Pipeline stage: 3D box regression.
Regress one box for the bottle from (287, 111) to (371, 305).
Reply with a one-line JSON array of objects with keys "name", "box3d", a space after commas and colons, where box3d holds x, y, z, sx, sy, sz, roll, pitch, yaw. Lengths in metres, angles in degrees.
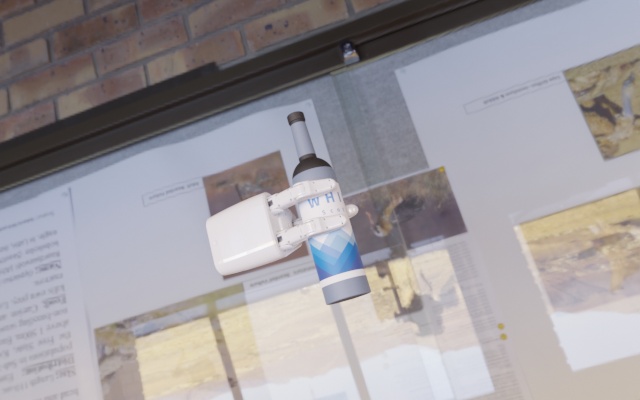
[{"name": "bottle", "box3d": [0.000, 0.003, 0.711, 0.069, 0.295, 0.069, -15, -15, -4]}]
